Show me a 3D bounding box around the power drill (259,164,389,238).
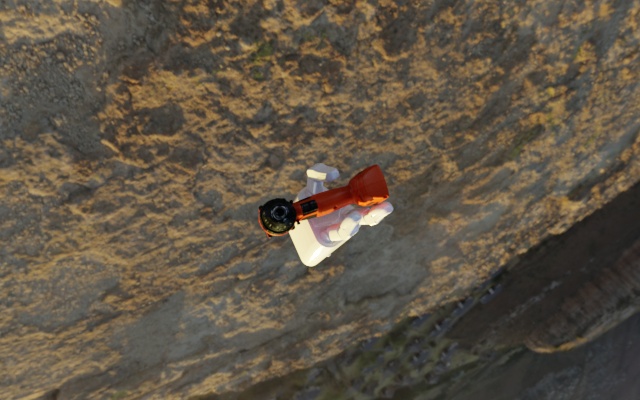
[{"bbox_3d":[0.001,0.002,0.698,0.187,0.057,0.184,-17,-2,-9],"label":"power drill"}]
